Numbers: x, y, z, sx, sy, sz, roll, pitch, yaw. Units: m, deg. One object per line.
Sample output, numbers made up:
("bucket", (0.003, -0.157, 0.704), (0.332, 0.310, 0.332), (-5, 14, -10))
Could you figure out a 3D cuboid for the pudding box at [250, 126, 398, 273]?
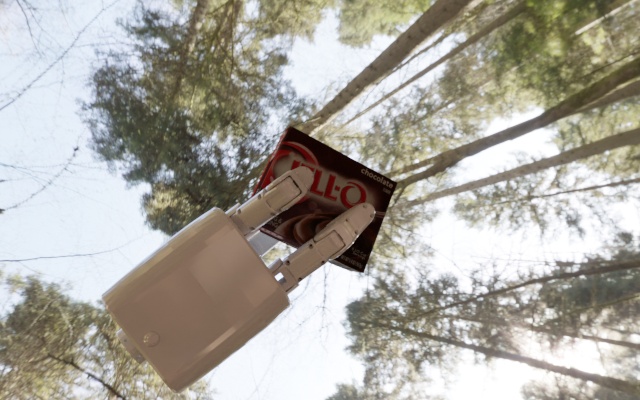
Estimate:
("pudding box", (0.000, 0.001, 0.420), (0.113, 0.090, 0.039), (27, -16, -14))
